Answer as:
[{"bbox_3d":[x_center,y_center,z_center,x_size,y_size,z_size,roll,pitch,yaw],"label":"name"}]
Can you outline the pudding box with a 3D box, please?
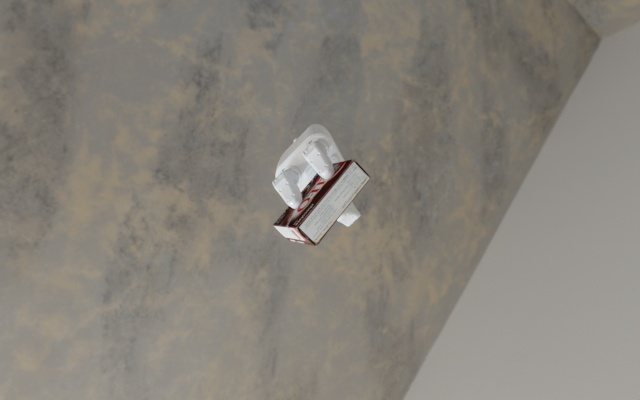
[{"bbox_3d":[0.000,0.002,0.597,0.039,0.113,0.090,42,-16,-16],"label":"pudding box"}]
